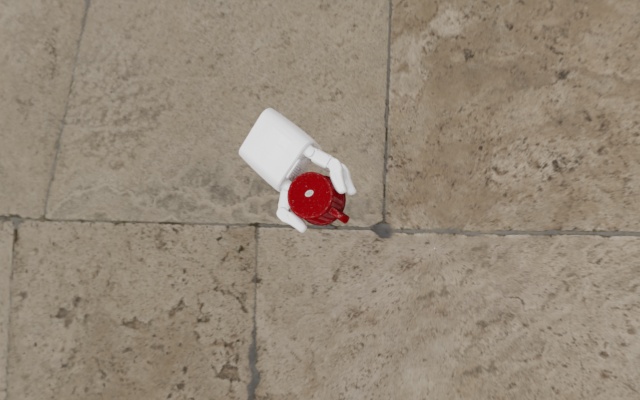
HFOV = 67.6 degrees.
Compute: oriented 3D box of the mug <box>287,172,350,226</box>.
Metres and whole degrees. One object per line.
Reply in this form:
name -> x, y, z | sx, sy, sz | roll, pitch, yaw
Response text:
mug -> 0.001, 0.004, 0.830 | 0.117, 0.093, 0.081 | 39, 4, 15
